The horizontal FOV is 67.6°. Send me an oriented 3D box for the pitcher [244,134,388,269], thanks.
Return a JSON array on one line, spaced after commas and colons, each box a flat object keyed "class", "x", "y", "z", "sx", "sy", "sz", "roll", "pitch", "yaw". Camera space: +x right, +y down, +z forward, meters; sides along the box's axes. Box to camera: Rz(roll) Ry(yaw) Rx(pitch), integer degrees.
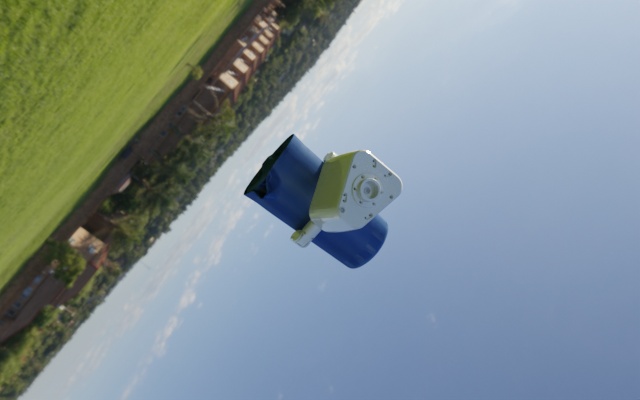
[{"class": "pitcher", "x": 0.000, "y": 0.003, "z": 0.838, "sx": 0.243, "sy": 0.149, "sz": 0.145, "roll": 39, "pitch": -16, "yaw": -14}]
